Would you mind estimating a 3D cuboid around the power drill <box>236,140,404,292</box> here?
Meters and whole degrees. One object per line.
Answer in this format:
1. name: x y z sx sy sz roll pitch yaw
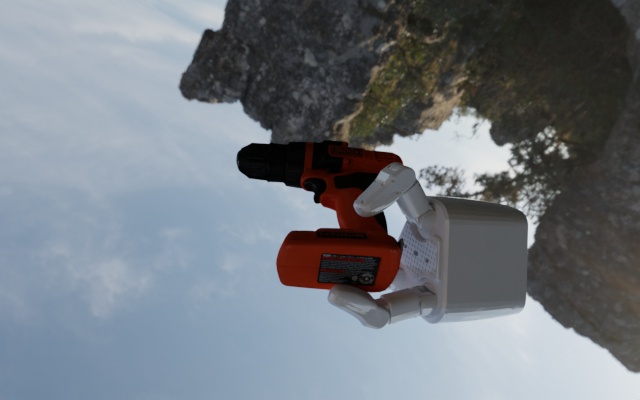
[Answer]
1. power drill: 0.000 0.002 0.471 0.184 0.057 0.187 3 37 -3
